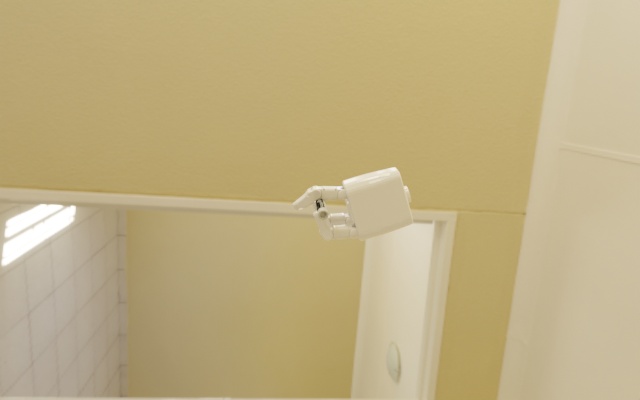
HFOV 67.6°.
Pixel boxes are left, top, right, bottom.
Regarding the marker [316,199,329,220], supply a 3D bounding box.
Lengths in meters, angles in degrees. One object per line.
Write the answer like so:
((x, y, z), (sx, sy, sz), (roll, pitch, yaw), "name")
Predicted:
((0.000, 0.003, 0.892), (0.020, 0.020, 0.121), (0, 22, -5), "marker")
